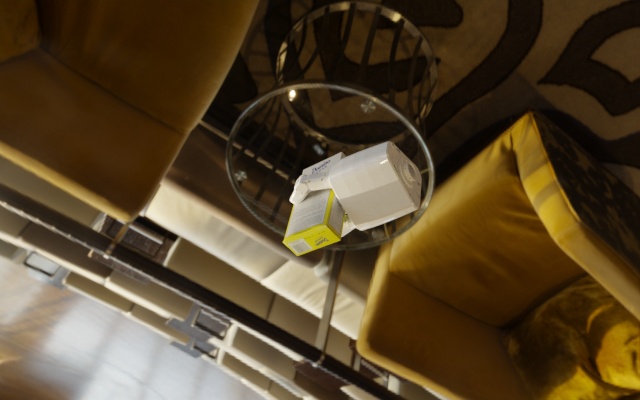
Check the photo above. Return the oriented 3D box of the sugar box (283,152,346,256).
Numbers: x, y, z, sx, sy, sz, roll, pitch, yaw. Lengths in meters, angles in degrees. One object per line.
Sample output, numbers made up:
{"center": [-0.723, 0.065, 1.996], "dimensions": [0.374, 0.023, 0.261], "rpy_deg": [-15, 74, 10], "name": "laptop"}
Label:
{"center": [0.001, 0.003, 0.804], "dimensions": [0.093, 0.176, 0.048], "rpy_deg": [-22, -56, 32], "name": "sugar box"}
